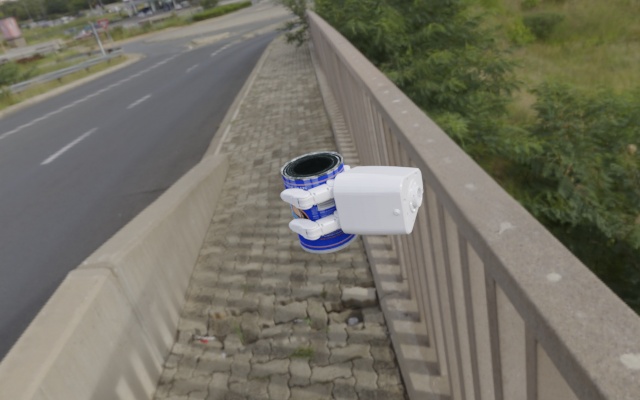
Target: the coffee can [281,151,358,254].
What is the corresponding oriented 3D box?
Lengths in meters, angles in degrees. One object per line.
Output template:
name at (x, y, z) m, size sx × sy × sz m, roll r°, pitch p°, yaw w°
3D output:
coffee can at (0.000, 0.003, 0.795) m, size 0.103 × 0.140 × 0.102 m, roll -11°, pitch 27°, yaw 6°
